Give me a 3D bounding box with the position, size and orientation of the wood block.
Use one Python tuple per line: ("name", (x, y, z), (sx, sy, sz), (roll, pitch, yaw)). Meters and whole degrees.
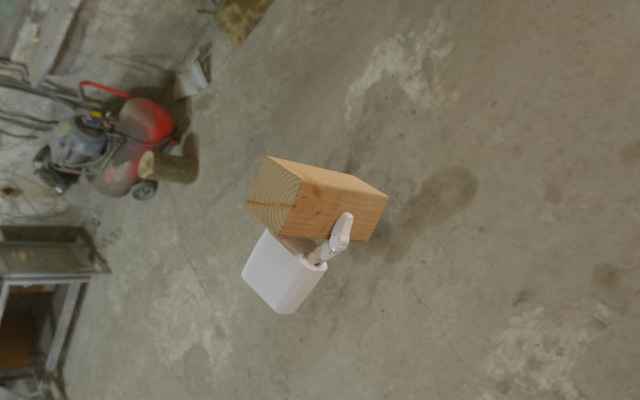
("wood block", (0.000, 0.003, 0.750), (0.206, 0.090, 0.090), (8, 21, -48))
